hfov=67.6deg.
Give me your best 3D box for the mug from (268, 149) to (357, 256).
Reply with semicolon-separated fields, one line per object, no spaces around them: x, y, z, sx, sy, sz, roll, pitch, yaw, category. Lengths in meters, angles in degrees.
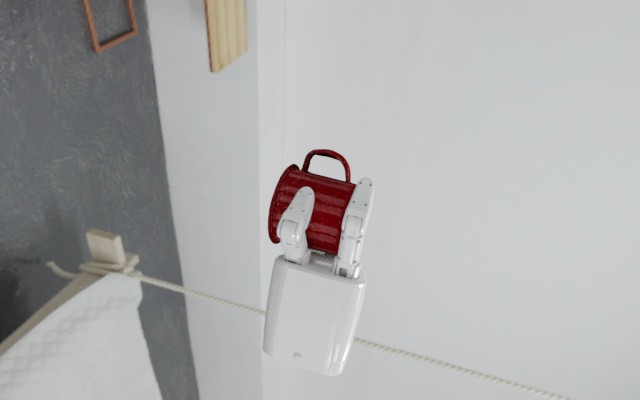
0.001;0.000;0.527;0.081;0.117;0.093;14;6;15;mug
